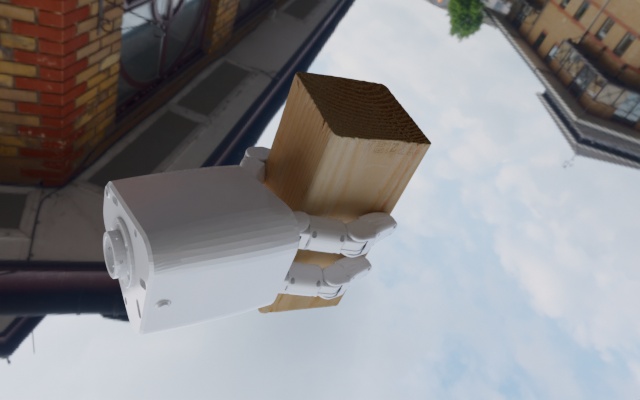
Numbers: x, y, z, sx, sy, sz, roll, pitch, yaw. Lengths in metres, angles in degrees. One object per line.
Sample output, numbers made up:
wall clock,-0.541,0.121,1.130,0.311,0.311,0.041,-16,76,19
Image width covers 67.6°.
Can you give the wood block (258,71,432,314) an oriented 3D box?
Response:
wood block,0.000,0.001,0.433,0.090,0.206,0.090,0,43,-28
